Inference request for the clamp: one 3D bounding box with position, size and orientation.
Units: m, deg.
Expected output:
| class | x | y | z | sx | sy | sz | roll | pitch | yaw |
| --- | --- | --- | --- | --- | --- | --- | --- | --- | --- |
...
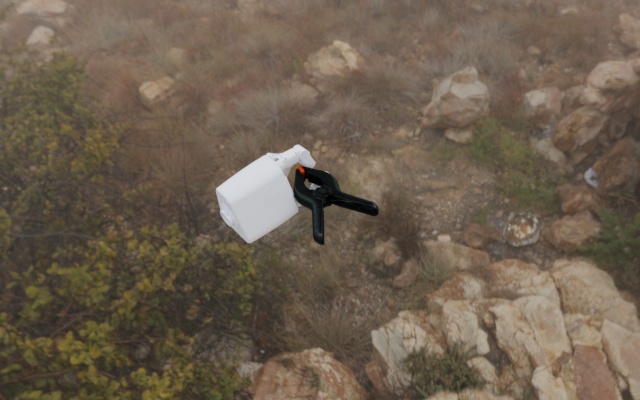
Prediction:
| class | x | y | z | sx | sy | sz | roll | pitch | yaw |
| --- | --- | --- | --- | --- | --- | --- | --- | --- | --- |
| clamp | 0.000 | 0.002 | 0.808 | 0.120 | 0.039 | 0.171 | -31 | 49 | -28 |
